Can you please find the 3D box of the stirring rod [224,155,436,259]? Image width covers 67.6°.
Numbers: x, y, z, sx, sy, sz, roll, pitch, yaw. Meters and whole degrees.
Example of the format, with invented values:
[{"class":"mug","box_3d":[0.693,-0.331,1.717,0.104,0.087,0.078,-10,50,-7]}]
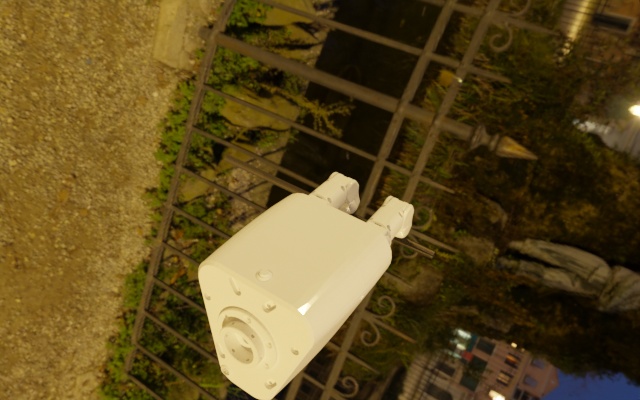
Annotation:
[{"class":"stirring rod","box_3d":[0.000,0.002,0.470,0.239,0.011,0.011,25,10,22]}]
